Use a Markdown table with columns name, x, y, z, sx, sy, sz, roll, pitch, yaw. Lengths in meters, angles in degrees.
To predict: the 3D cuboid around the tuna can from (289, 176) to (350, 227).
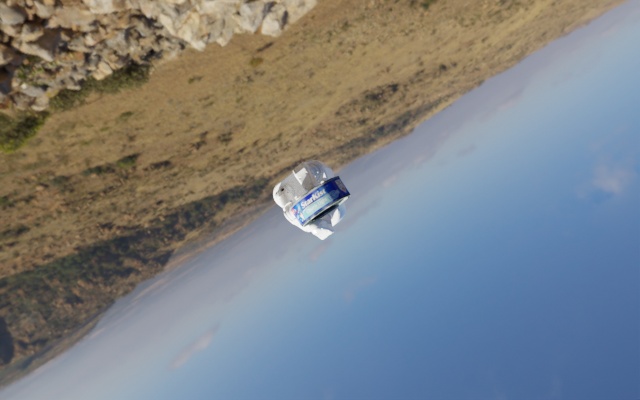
| name | x | y | z | sx | sy | sz | roll | pitch | yaw |
| --- | --- | --- | --- | --- | --- | --- | --- | --- | --- |
| tuna can | 0.000 | 0.003 | 0.686 | 0.086 | 0.033 | 0.086 | -33 | -7 | -4 |
